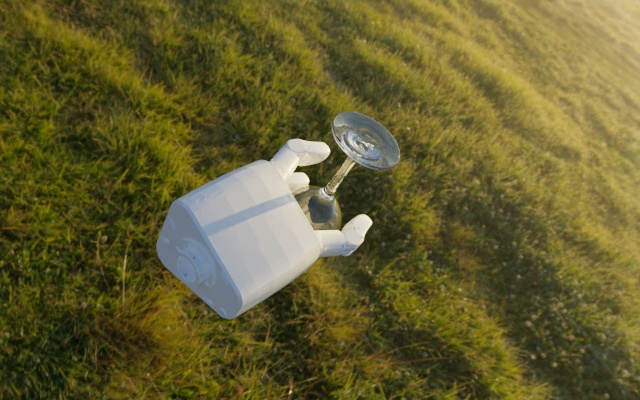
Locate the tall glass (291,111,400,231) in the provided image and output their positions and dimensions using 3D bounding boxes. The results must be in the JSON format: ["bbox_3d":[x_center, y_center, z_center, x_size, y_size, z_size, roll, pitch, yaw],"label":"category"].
[{"bbox_3d":[0.001,0.001,0.519,0.079,0.079,0.201,0,-37,-33],"label":"tall glass"}]
